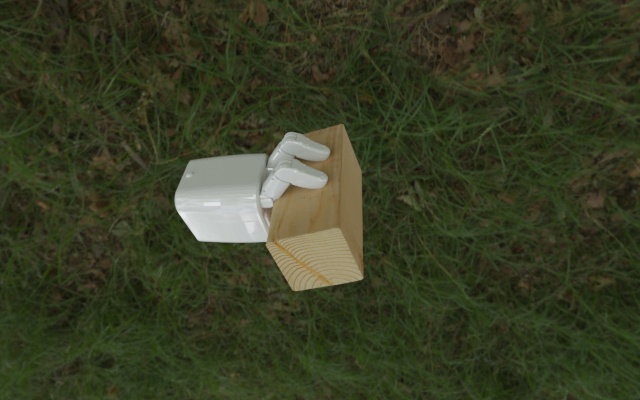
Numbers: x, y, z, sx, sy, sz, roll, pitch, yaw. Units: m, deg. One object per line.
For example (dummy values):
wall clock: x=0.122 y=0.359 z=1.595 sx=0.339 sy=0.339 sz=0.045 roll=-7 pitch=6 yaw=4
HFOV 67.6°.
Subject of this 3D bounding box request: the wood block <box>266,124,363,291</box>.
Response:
wood block: x=0.000 y=0.002 z=0.615 sx=0.090 sy=0.091 sz=0.206 roll=-13 pitch=39 yaw=15
